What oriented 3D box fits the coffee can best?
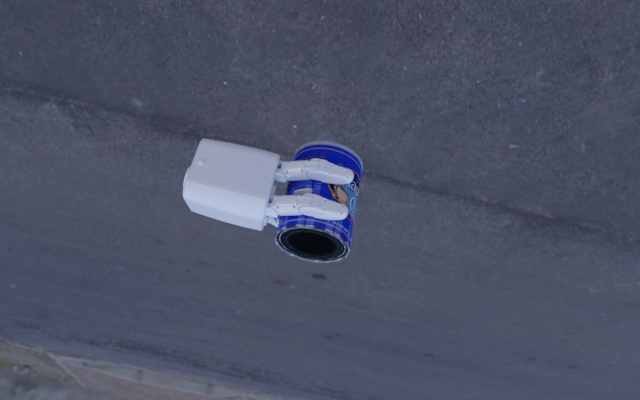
[{"bbox_3d":[0.000,0.002,0.669,0.103,0.140,0.103,8,-31,5],"label":"coffee can"}]
